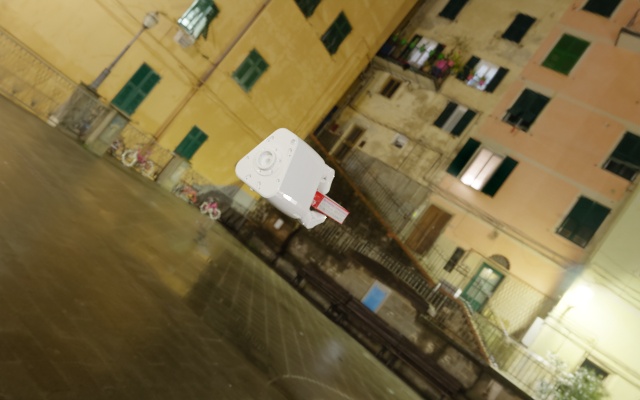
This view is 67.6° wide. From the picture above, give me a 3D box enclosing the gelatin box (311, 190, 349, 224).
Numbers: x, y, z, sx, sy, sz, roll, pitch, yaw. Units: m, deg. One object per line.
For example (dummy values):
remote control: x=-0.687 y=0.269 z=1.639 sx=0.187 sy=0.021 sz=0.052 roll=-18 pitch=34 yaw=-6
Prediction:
gelatin box: x=0.001 y=0.003 z=0.877 sx=0.073 sy=0.030 sz=0.089 roll=36 pitch=3 yaw=42
